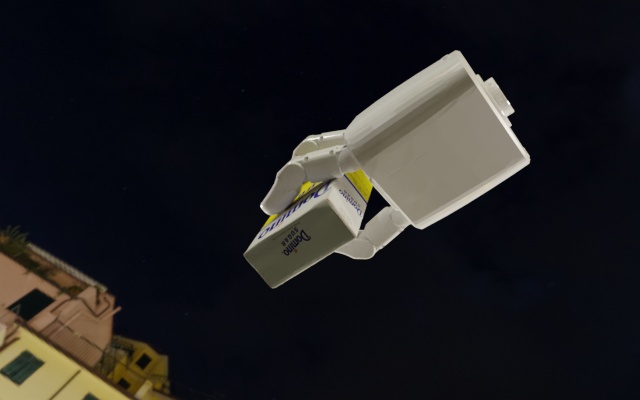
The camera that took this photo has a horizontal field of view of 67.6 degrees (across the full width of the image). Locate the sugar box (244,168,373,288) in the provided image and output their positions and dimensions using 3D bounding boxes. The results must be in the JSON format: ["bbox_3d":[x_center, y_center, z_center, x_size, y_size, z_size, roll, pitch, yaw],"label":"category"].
[{"bbox_3d":[0.000,0.001,0.451,0.093,0.048,0.176,-34,10,23],"label":"sugar box"}]
